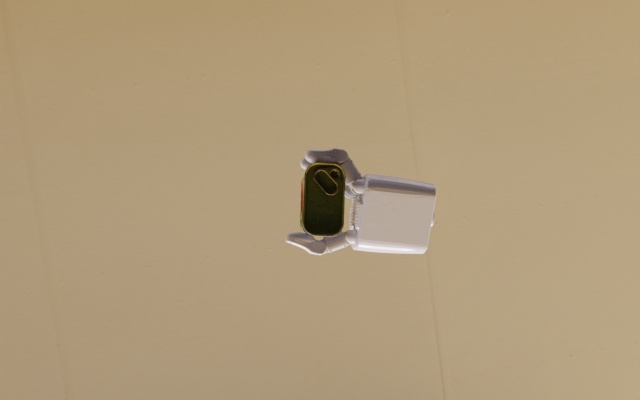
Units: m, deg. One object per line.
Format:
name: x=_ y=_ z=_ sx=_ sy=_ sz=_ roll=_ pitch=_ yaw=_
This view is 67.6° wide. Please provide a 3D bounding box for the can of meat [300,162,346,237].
can of meat: x=0.000 y=0.002 z=0.693 sx=0.057 sy=0.102 sz=0.084 roll=3 pitch=-6 yaw=-7
